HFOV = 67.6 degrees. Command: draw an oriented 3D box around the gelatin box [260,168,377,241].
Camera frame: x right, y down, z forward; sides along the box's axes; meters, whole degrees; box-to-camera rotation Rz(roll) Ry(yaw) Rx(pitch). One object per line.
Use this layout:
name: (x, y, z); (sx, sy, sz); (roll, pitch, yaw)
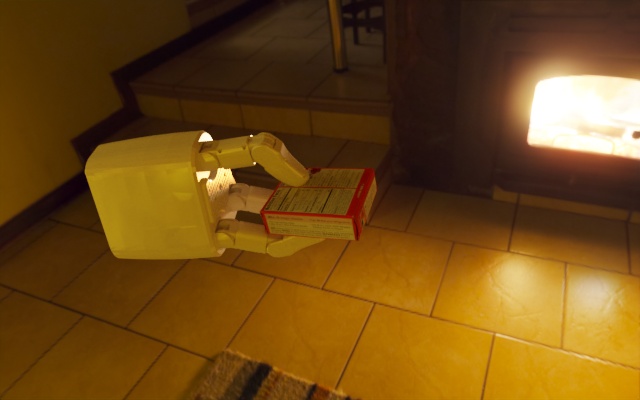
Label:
gelatin box: (0.000, 0.001, 0.434); (0.089, 0.030, 0.073); (2, 37, 21)
